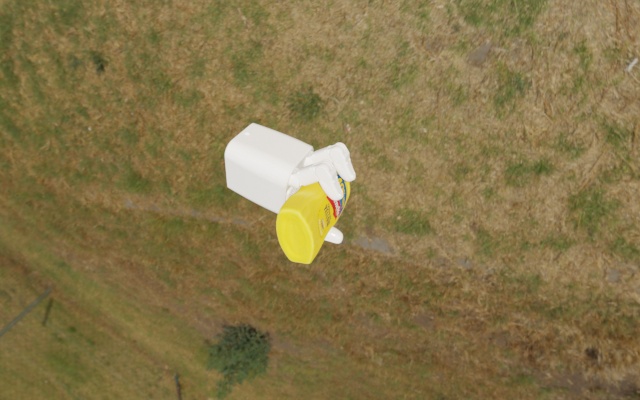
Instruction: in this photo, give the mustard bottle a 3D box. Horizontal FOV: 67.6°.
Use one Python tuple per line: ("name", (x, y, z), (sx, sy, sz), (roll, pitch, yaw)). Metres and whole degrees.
("mustard bottle", (0.000, 0.003, 0.726), (0.058, 0.096, 0.191), (5, 34, 24))
